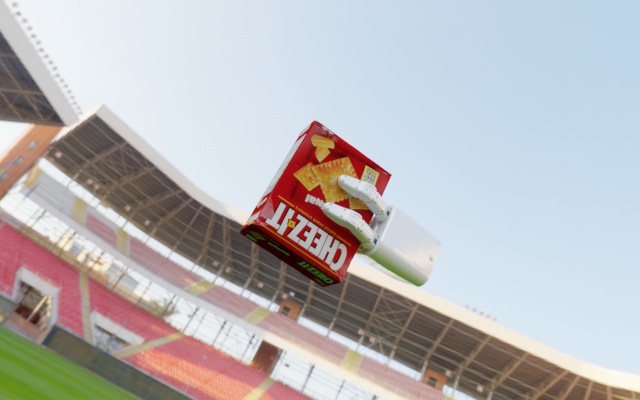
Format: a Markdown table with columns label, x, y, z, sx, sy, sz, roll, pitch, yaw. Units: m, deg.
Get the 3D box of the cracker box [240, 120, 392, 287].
| label | x | y | z | sx | sy | sz | roll | pitch | yaw |
| --- | --- | --- | --- | --- | --- | --- | --- | --- | --- |
| cracker box | 0.000 | 0.002 | 0.760 | 0.164 | 0.213 | 0.072 | 35 | -28 | -13 |
